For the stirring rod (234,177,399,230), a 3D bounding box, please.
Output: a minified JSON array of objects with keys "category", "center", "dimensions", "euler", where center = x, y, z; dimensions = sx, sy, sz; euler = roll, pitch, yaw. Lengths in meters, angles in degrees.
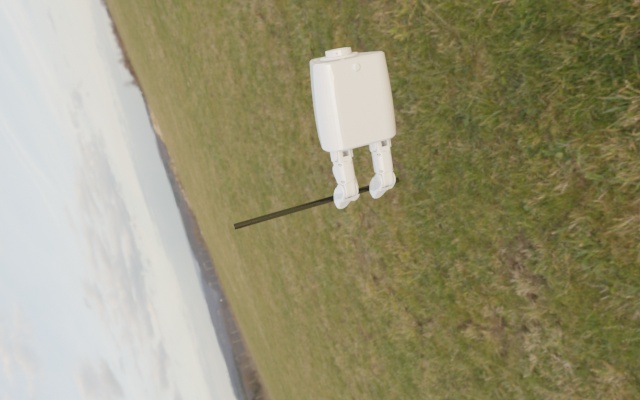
[{"category":"stirring rod","center":[0.000,0.002,0.649],"dimensions":[0.239,0.011,0.011],"euler":[-16,5,-17]}]
